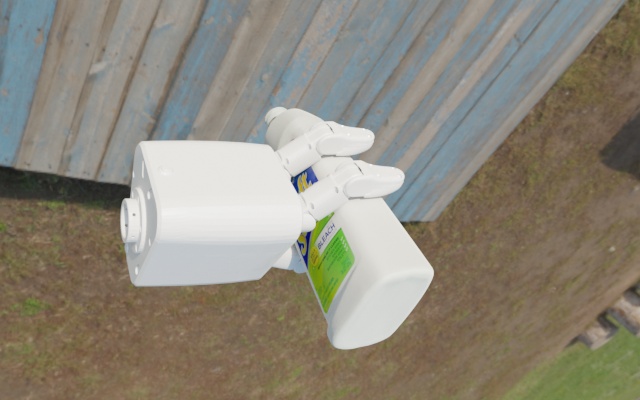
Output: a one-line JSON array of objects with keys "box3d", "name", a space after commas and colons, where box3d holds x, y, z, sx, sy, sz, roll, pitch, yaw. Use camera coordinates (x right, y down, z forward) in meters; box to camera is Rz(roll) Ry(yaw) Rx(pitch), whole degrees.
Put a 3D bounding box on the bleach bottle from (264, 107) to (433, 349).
[{"box3d": [0.000, 0.001, 0.443, 0.068, 0.103, 0.250, 0, 42, -33], "name": "bleach bottle"}]
